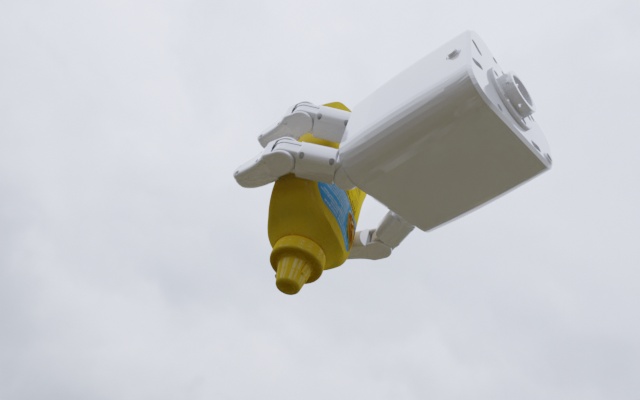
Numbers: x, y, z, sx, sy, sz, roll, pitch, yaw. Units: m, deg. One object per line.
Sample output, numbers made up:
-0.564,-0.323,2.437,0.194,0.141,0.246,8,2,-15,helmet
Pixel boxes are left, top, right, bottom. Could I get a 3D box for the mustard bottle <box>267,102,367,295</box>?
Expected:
0.000,0.001,0.405,0.058,0.096,0.191,-8,36,23,mustard bottle
